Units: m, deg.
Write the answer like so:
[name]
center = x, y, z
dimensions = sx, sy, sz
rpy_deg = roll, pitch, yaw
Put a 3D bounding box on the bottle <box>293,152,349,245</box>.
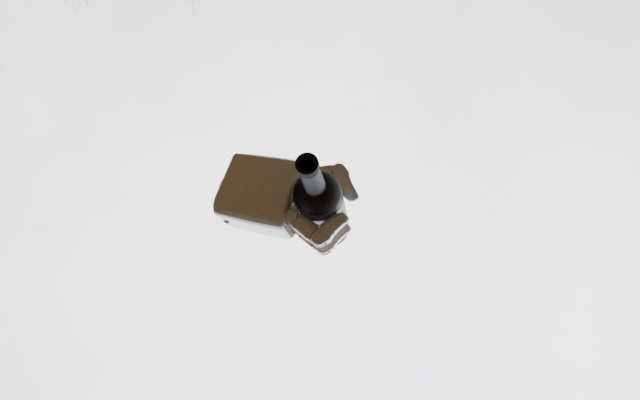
[bottle]
center = 0.000, 0.002, 0.679
dimensions = 0.069, 0.069, 0.296
rpy_deg = 0, -18, 6
